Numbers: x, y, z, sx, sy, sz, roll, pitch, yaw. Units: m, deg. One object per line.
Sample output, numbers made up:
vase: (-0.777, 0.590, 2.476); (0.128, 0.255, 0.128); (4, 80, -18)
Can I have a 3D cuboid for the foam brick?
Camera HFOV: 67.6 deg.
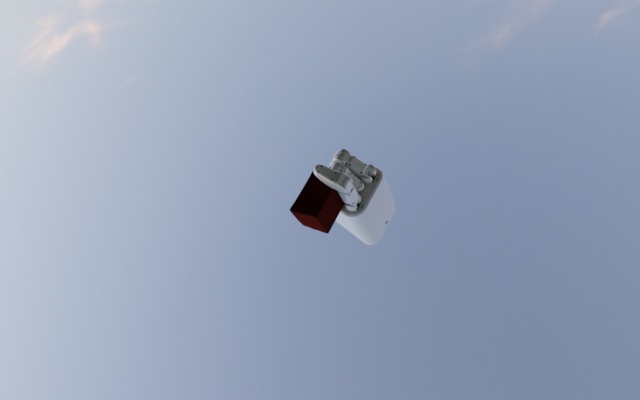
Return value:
foam brick: (0.000, 0.003, 0.739); (0.053, 0.078, 0.051); (17, -24, 32)
